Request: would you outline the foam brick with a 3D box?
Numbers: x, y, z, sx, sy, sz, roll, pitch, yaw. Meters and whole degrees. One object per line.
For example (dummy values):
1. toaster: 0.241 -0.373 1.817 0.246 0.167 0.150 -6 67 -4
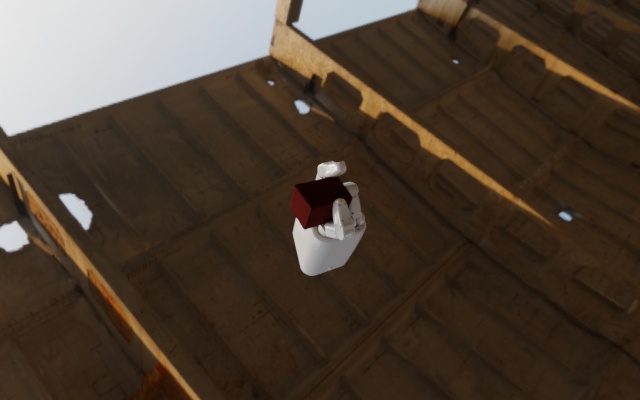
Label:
1. foam brick: 0.000 0.002 0.734 0.078 0.053 0.051 -14 -35 -30
